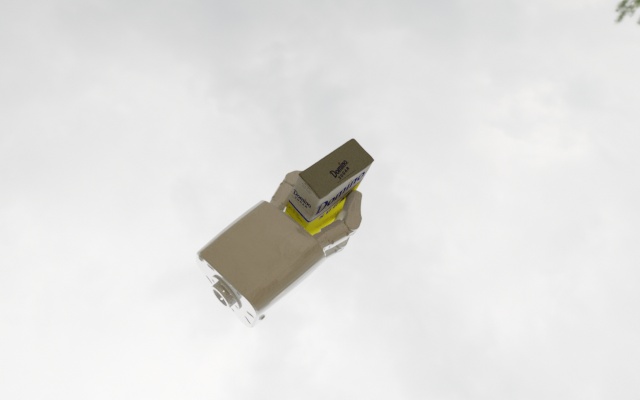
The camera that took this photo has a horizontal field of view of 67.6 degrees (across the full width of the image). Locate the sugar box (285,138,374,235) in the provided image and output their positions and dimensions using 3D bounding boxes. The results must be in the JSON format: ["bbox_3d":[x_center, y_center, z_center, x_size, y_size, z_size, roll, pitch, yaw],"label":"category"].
[{"bbox_3d":[0.000,0.003,0.619,0.093,0.048,0.176,-36,-12,-28],"label":"sugar box"}]
